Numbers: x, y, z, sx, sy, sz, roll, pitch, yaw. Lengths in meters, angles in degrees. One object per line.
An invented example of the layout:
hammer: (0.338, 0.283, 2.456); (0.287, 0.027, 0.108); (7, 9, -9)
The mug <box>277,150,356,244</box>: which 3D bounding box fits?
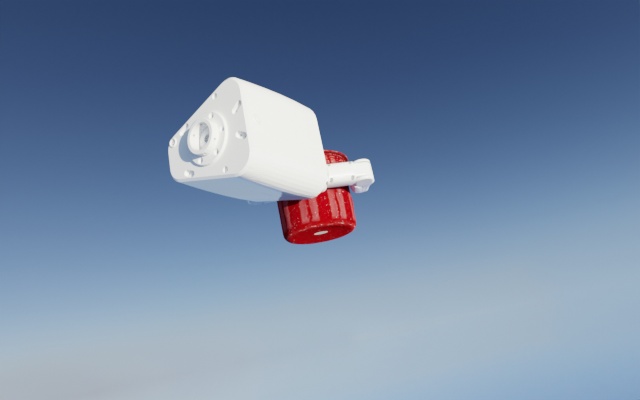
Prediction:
mug: (0.001, 0.002, 0.543); (0.093, 0.081, 0.117); (-22, -21, 31)
